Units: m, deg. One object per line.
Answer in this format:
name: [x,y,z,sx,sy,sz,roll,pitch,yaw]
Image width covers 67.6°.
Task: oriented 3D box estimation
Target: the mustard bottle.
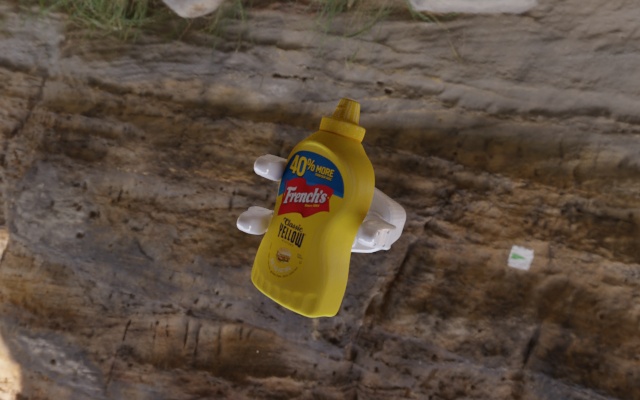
mustard bottle: [0.000,0.002,0.438,0.058,0.191,0.096,12,7,-46]
